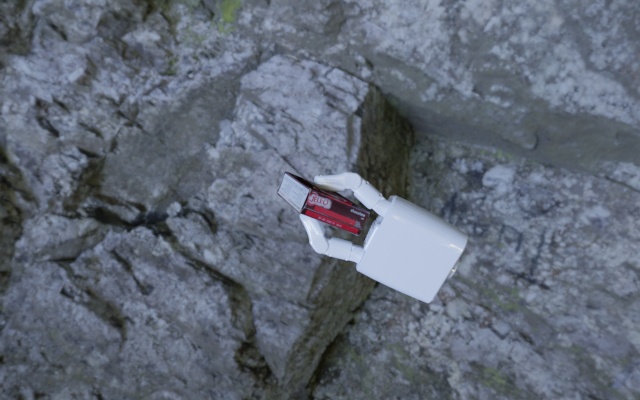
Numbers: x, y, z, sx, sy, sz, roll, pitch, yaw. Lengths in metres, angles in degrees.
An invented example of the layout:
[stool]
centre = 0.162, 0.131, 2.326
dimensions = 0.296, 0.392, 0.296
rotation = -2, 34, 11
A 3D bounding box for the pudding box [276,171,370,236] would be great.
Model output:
[pudding box]
centre = 0.000, 0.002, 0.632
dimensions = 0.090, 0.039, 0.113
rotation = 23, 3, -25
